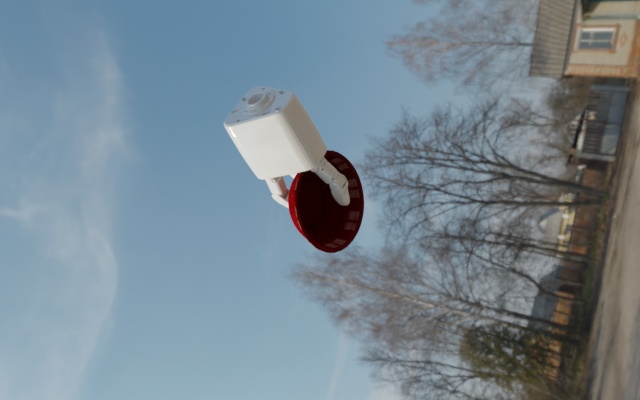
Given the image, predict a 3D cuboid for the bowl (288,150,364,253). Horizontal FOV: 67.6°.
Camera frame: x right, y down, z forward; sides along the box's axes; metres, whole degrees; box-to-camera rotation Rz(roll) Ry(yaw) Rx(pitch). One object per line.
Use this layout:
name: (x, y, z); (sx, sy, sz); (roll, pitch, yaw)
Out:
bowl: (0.000, 0.004, 0.768); (0.055, 0.162, 0.162); (-4, -3, 44)
